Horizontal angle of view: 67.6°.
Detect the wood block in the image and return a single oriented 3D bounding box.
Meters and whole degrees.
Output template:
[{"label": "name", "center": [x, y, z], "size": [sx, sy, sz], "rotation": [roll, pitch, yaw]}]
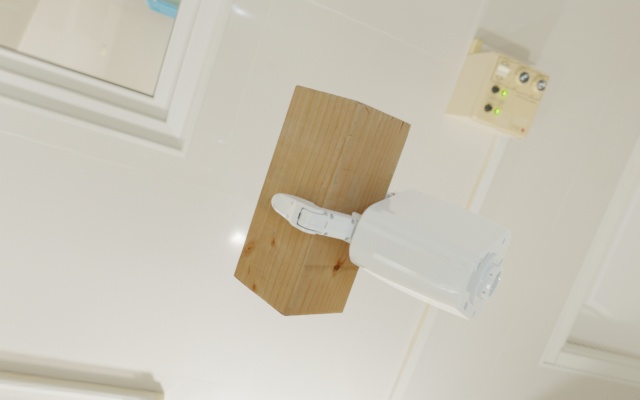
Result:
[{"label": "wood block", "center": [0.000, 0.002, 0.484], "size": [0.091, 0.206, 0.090], "rotation": [11, 12, -46]}]
